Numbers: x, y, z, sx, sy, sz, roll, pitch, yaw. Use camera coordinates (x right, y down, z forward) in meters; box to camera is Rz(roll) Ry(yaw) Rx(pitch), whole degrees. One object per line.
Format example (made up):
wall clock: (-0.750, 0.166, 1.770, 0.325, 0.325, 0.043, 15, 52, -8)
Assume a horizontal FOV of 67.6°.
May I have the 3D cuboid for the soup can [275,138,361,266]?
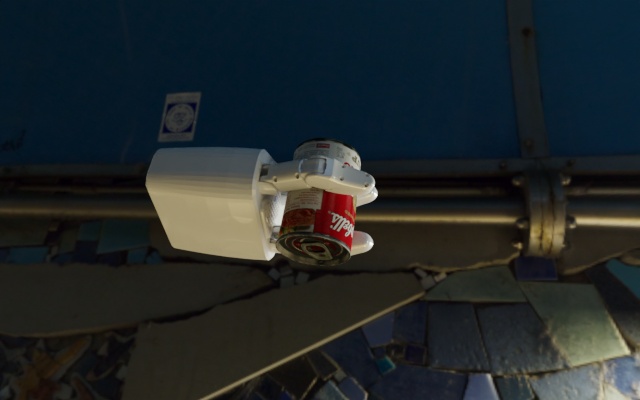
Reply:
soup can: (0.001, 0.001, 0.448, 0.068, 0.102, 0.068, 7, -28, 4)
